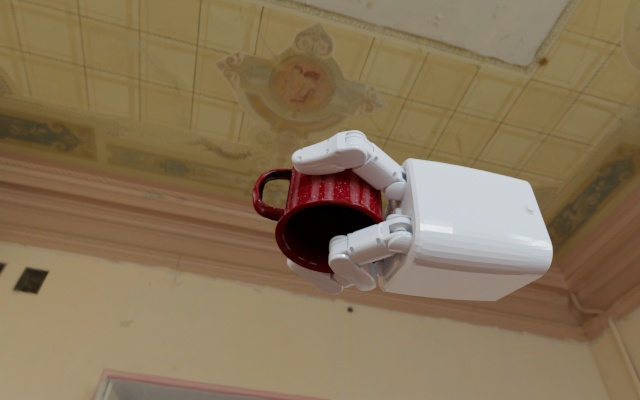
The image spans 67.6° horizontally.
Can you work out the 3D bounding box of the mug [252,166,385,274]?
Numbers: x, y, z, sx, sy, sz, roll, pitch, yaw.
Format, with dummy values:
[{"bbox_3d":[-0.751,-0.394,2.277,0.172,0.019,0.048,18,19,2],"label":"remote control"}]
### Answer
[{"bbox_3d":[-0.001,0.001,0.412,0.117,0.081,0.093,10,-44,-5],"label":"mug"}]
